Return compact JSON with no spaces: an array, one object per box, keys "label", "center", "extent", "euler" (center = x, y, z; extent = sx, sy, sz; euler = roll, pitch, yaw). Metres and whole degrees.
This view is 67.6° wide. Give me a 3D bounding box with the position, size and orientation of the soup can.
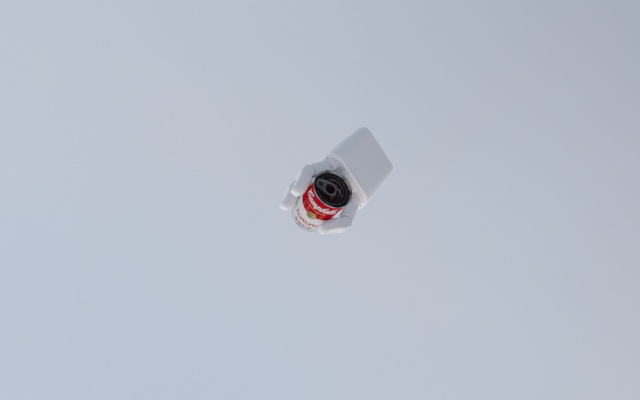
[{"label":"soup can","center":[0.000,0.003,0.800],"extent":[0.068,0.068,0.102],"euler":[0,-25,-27]}]
